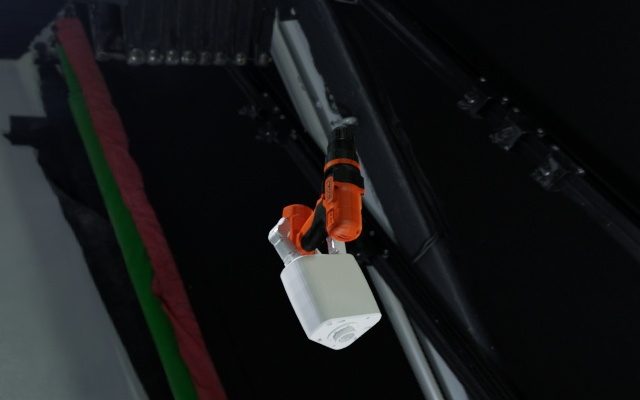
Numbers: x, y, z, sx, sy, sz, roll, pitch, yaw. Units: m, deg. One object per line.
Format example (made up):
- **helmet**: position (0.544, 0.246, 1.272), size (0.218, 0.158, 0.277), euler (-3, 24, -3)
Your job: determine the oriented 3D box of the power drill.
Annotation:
- **power drill**: position (0.000, 0.003, 0.724), size (0.057, 0.184, 0.188), euler (15, -35, -20)
